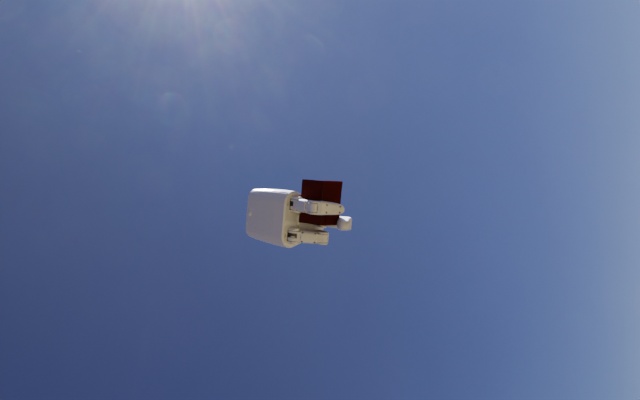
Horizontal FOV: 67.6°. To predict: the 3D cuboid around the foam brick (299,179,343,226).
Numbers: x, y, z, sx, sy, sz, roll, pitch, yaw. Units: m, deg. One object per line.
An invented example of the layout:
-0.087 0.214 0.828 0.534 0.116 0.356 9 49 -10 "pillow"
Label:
0.000 0.002 0.828 0.051 0.078 0.053 8 4 41 "foam brick"
